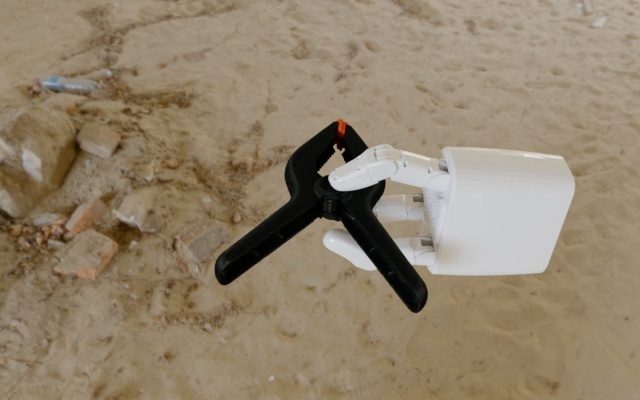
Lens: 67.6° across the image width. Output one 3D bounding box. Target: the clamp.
[{"bbox_3d":[0.000,0.000,0.424,0.164,0.209,0.036,4,-43,-4],"label":"clamp"}]
